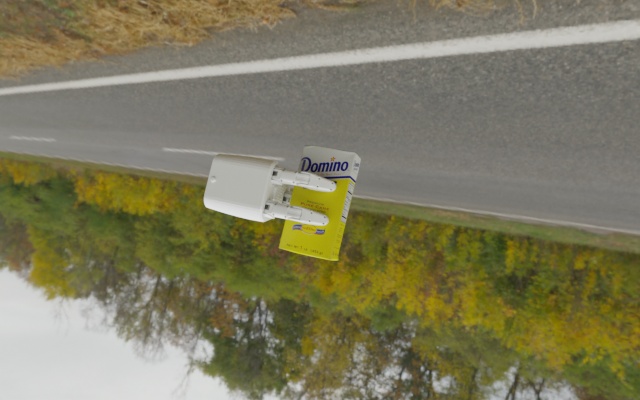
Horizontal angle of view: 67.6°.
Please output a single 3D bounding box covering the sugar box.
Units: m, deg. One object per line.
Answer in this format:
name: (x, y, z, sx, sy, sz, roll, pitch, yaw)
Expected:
sugar box: (0.000, 0.003, 0.774, 0.093, 0.176, 0.048, 10, -5, 19)
